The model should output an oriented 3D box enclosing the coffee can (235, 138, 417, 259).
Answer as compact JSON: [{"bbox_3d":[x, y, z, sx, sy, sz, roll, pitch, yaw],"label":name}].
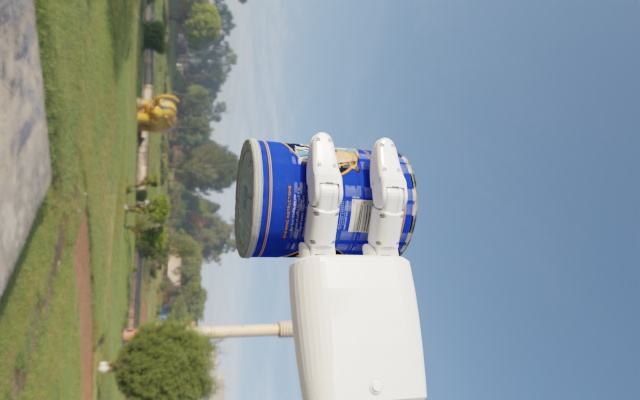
[{"bbox_3d":[0.000,0.001,0.429,0.140,0.103,0.103,3,-1,-18],"label":"coffee can"}]
